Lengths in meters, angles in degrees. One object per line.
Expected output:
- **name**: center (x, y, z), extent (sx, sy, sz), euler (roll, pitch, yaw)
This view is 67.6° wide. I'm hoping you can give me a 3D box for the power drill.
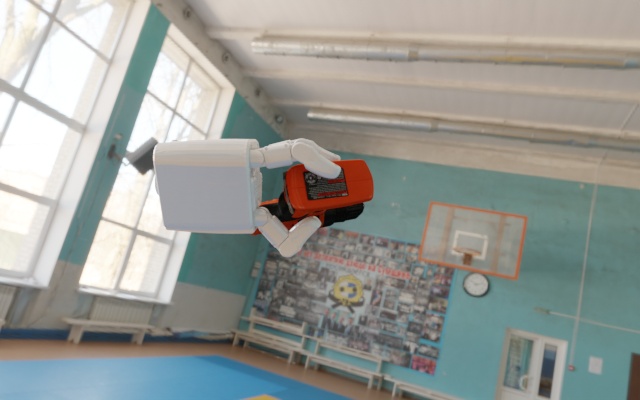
- **power drill**: center (0.000, 0.002, 0.637), extent (0.184, 0.057, 0.188), euler (-9, -13, -21)
